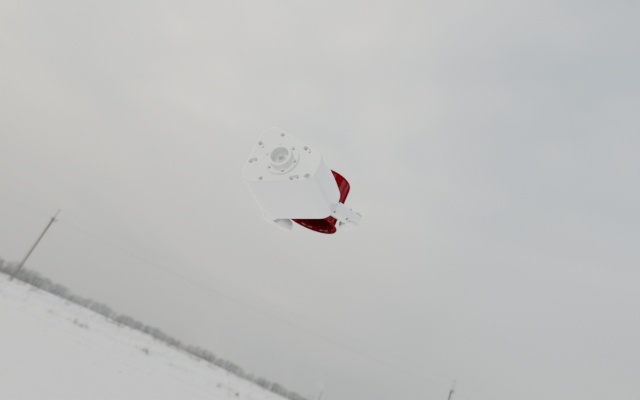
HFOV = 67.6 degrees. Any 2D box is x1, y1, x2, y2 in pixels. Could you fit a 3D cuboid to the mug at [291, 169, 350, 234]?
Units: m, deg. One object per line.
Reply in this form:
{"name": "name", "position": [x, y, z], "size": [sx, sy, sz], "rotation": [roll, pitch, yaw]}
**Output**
{"name": "mug", "position": [0.001, 0.003, 0.781], "size": [0.093, 0.081, 0.117], "rotation": [16, -21, 21]}
